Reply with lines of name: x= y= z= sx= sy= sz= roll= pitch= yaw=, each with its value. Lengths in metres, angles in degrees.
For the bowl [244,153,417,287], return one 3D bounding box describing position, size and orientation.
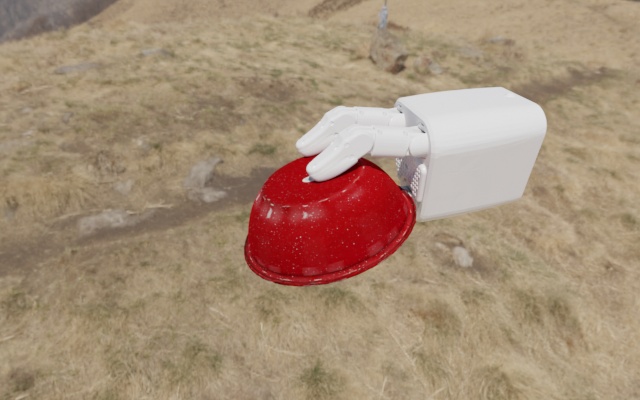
bowl: x=-0.001 y=0.002 z=0.422 sx=0.162 sy=0.055 sz=0.162 roll=-14 pitch=30 yaw=8
